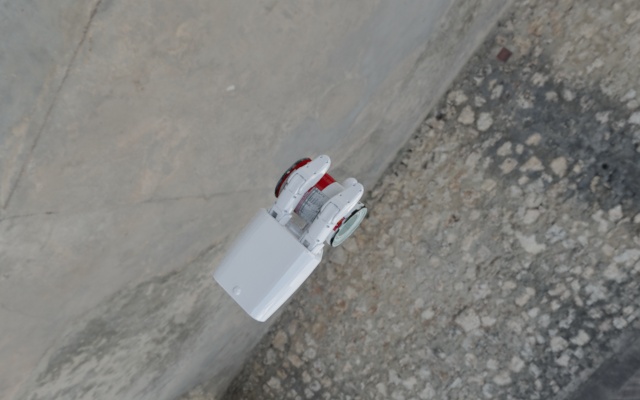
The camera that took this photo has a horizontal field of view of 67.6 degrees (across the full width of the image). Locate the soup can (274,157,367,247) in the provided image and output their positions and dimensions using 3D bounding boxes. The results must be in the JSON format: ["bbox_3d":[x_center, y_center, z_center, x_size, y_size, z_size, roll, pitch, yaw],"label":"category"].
[{"bbox_3d":[0.001,0.002,0.610,0.102,0.068,0.068,41,14,17],"label":"soup can"}]
